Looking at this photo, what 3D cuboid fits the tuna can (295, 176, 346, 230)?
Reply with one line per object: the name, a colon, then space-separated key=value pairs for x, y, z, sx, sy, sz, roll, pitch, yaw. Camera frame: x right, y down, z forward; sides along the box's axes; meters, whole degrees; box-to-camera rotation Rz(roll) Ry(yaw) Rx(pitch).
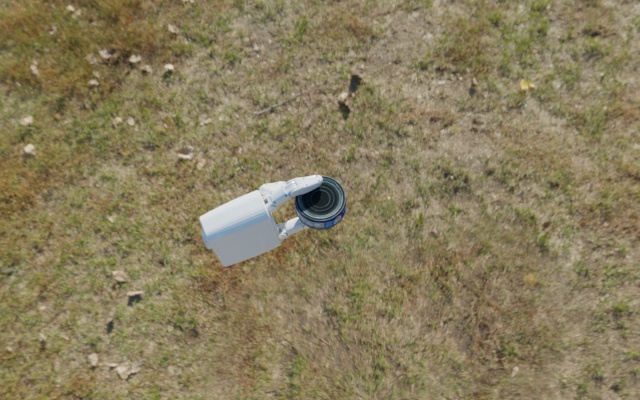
tuna can: x=0.000 y=0.002 z=0.787 sx=0.086 sy=0.086 sz=0.034 roll=0 pitch=-26 yaw=1
